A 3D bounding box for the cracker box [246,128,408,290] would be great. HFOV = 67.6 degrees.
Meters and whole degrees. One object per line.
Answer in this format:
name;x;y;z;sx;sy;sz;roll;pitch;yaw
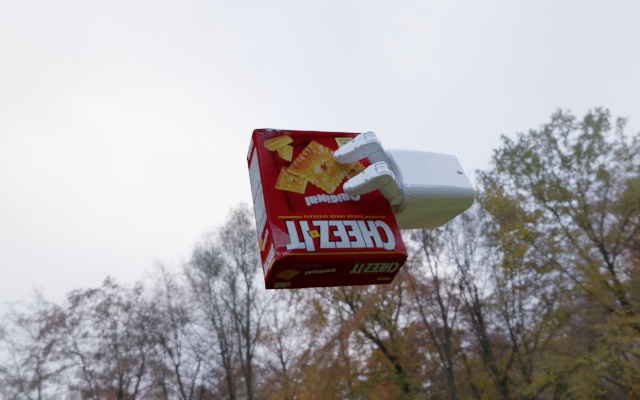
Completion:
cracker box;0.000;0.002;0.614;0.164;0.213;0.072;0;-40;-18
